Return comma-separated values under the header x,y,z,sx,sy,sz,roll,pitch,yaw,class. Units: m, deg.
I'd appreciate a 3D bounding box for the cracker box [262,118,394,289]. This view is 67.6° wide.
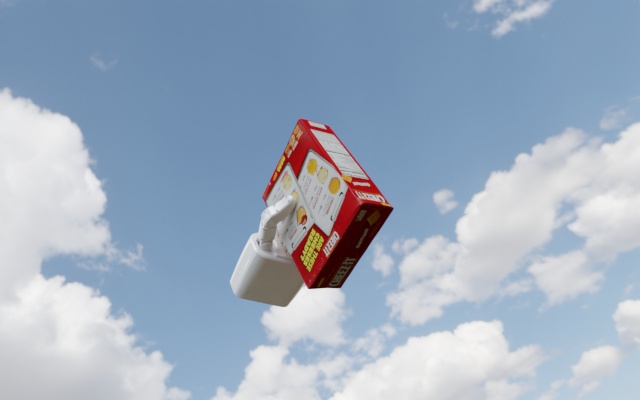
x,y,z,sx,sy,sz,roll,pitch,yaw,class
0.000,0.002,0.733,0.072,0.164,0.213,6,36,-36,cracker box
